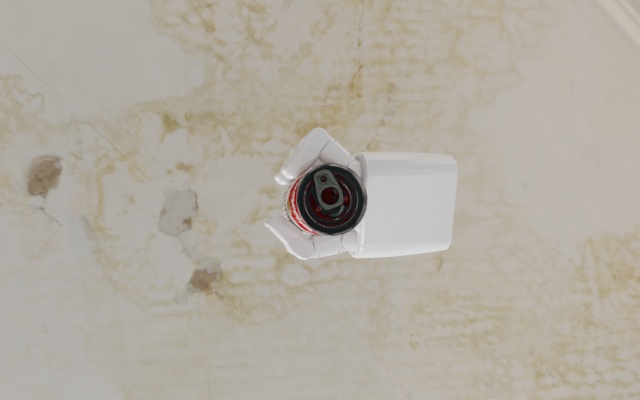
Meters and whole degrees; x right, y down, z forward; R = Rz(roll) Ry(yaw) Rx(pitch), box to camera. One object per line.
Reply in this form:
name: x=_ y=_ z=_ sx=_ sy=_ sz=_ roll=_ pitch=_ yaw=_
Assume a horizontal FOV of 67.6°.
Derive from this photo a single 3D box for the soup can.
soup can: x=0.000 y=0.002 z=0.489 sx=0.068 sy=0.068 sz=0.102 roll=0 pitch=-3 yaw=-13
